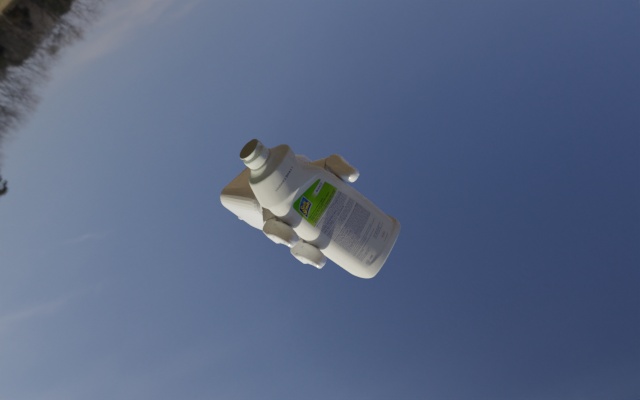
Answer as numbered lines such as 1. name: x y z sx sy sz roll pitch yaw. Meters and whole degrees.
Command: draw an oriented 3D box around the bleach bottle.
1. bleach bottle: 0.000 0.002 0.613 0.068 0.102 0.251 9 -26 50
